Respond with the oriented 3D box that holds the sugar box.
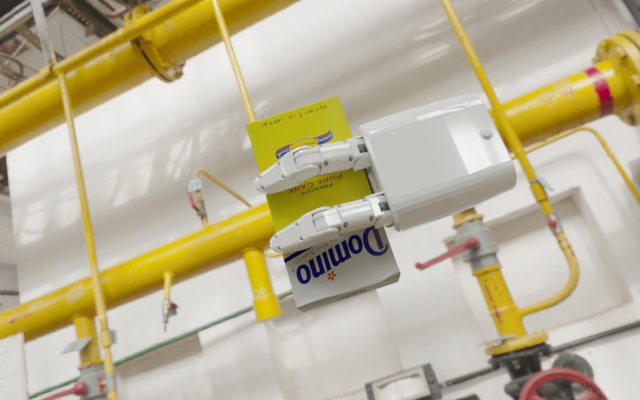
[{"bbox_3d":[0.000,0.001,0.432,0.093,0.176,0.048,-18,-19,0],"label":"sugar box"}]
